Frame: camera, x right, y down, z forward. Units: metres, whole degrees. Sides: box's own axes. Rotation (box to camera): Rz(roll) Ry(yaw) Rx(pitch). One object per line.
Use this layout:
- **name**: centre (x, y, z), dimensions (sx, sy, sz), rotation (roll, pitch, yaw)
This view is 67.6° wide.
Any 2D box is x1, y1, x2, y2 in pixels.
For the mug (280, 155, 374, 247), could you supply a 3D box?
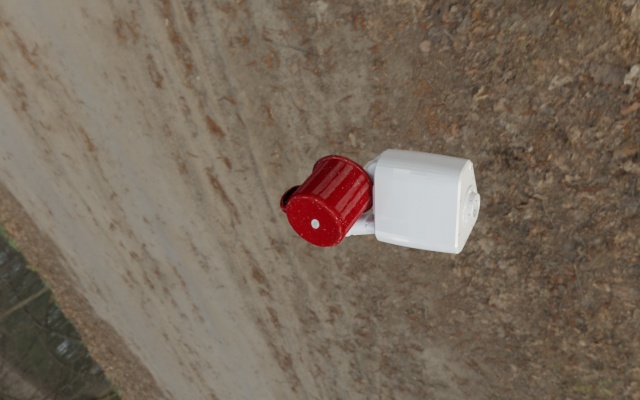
- **mug**: centre (-0.001, 0.002, 0.600), dimensions (0.117, 0.093, 0.081), rotation (9, 40, 31)
